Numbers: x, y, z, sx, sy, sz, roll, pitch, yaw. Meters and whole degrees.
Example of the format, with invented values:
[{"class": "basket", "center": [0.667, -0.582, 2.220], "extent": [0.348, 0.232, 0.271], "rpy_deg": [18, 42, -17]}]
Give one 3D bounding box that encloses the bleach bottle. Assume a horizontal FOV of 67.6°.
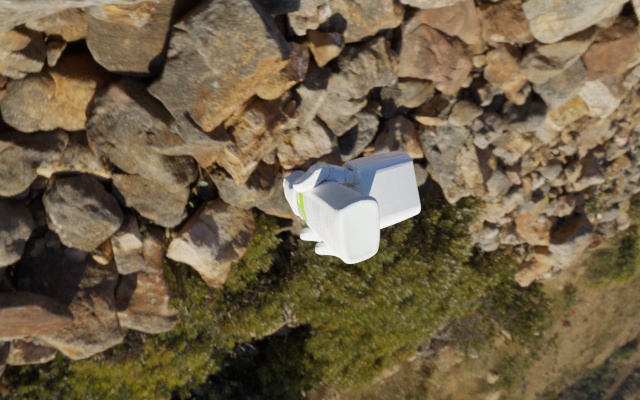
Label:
[{"class": "bleach bottle", "center": [0.000, 0.003, 0.764], "extent": [0.068, 0.103, 0.250], "rpy_deg": [-16, 27, -22]}]
